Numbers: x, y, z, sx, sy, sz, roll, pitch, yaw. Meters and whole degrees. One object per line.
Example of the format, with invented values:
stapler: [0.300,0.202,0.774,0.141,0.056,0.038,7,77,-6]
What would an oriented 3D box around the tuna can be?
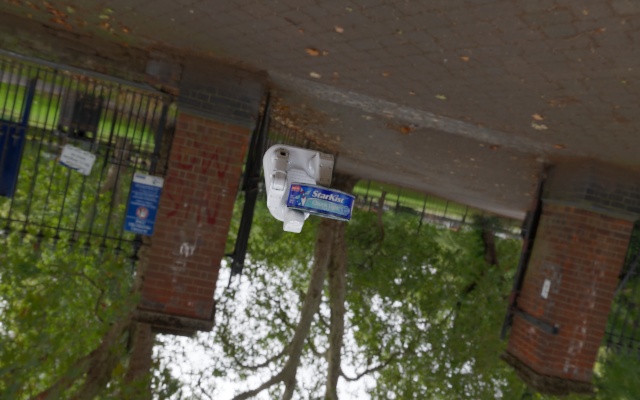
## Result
tuna can: [0.000,0.003,0.616,0.086,0.034,0.086,12,-4,1]
